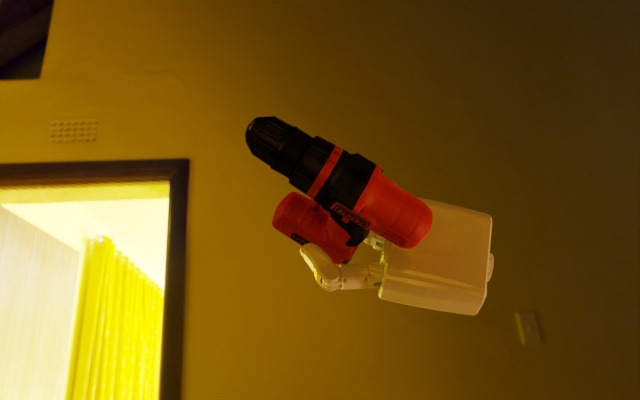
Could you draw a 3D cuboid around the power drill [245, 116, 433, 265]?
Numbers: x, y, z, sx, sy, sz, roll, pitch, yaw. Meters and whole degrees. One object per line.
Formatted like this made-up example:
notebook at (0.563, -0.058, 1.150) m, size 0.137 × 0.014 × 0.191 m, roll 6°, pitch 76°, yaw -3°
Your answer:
power drill at (0.000, 0.002, 0.488) m, size 0.184 × 0.057 × 0.188 m, roll 32°, pitch -19°, yaw -2°
